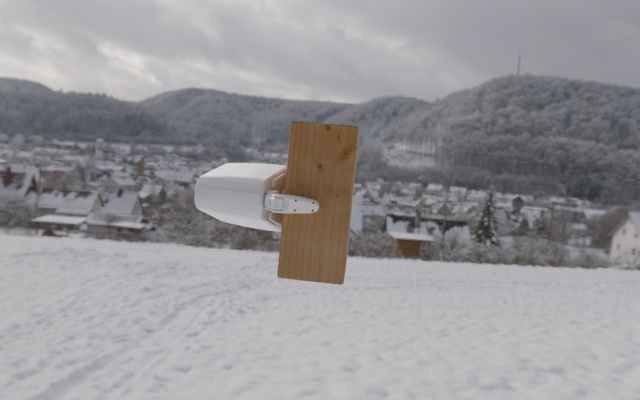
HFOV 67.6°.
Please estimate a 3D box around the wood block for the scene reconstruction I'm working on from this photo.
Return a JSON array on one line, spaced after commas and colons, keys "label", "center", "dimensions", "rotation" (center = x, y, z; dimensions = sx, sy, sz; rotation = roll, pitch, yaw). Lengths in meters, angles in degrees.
[{"label": "wood block", "center": [0.000, 0.002, 0.659], "dimensions": [0.090, 0.206, 0.091], "rotation": [6, 3, 6]}]
